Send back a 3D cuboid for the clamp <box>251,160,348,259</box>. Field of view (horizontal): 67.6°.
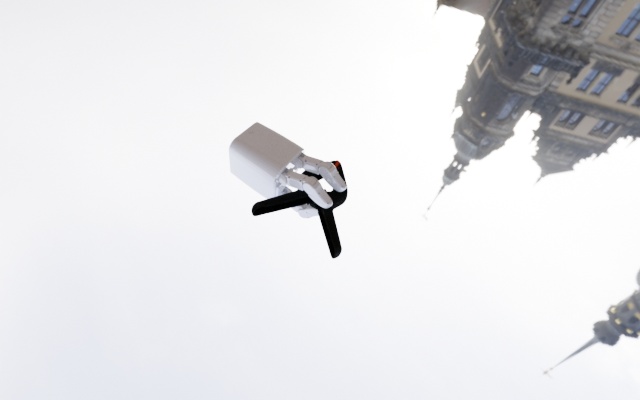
[{"bbox_3d":[0.000,0.003,0.843,0.164,0.036,0.210,34,46,8],"label":"clamp"}]
